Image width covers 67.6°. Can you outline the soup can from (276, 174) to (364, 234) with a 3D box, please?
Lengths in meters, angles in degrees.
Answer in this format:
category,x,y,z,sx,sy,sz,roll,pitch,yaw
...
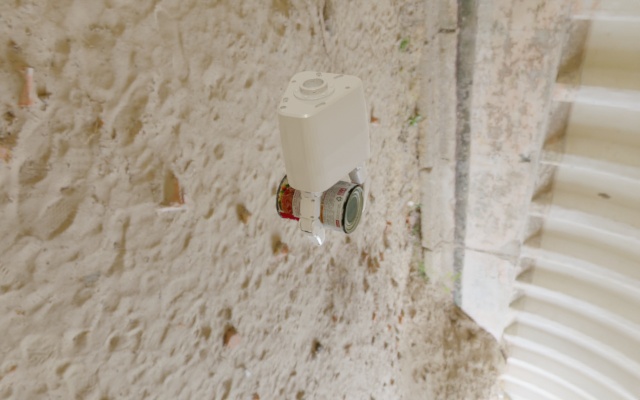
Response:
category,x,y,z,sx,sy,sz,roll,pitch,yaw
soup can,0.000,0.003,0.649,0.102,0.068,0.068,13,5,24
